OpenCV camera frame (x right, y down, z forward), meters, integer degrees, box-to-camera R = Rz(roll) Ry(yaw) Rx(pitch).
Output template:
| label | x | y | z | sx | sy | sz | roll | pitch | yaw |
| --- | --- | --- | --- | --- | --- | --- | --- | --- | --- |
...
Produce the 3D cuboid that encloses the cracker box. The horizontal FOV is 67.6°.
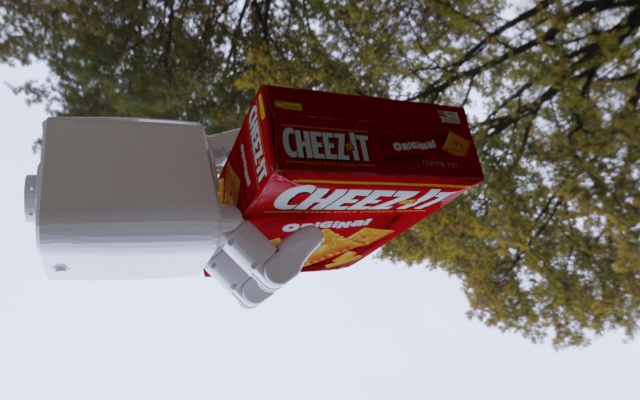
| label | x | y | z | sx | sy | sz | roll | pitch | yaw |
| --- | --- | --- | --- | --- | --- | --- | --- | --- | --- |
| cracker box | 0.000 | 0.001 | 0.402 | 0.164 | 0.072 | 0.214 | 0 | -23 | -26 |
